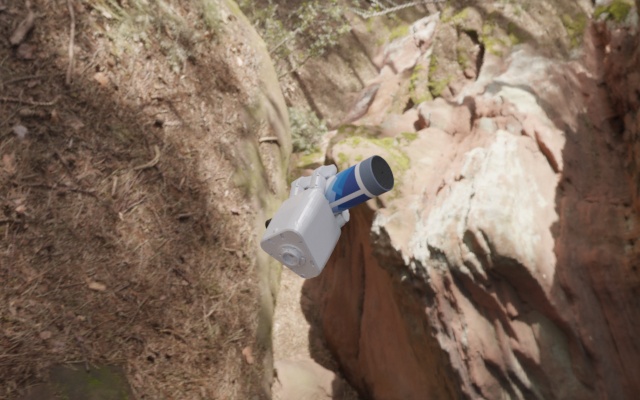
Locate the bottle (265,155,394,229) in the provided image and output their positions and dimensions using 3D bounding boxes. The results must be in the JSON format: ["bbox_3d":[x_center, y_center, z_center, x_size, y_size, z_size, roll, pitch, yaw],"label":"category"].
[{"bbox_3d":[0.000,0.003,0.897,0.296,0.069,0.069,-26,-16,38],"label":"bottle"}]
